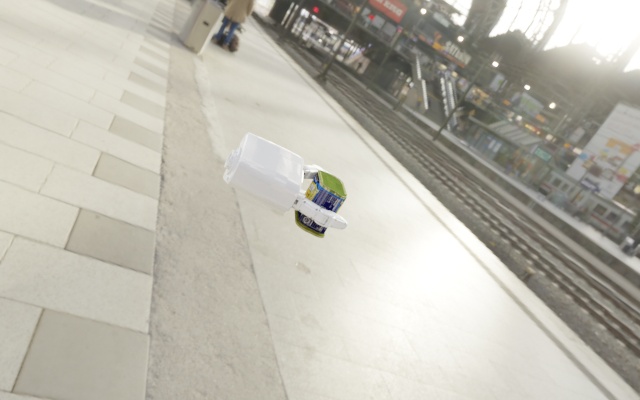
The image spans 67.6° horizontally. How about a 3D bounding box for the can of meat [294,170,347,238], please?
[{"bbox_3d":[0.000,0.002,0.822,0.057,0.084,0.102,27,17,-14],"label":"can of meat"}]
